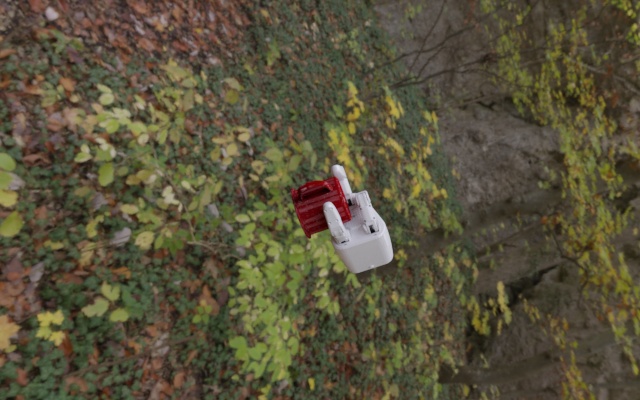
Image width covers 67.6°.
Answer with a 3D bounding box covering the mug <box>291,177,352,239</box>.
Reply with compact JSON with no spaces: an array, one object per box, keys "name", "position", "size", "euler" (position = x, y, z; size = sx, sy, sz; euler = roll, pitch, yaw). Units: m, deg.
[{"name":"mug","position":[0.000,0.002,0.810],"size":[0.081,0.093,0.117],"euler":[-20,-37,6]}]
